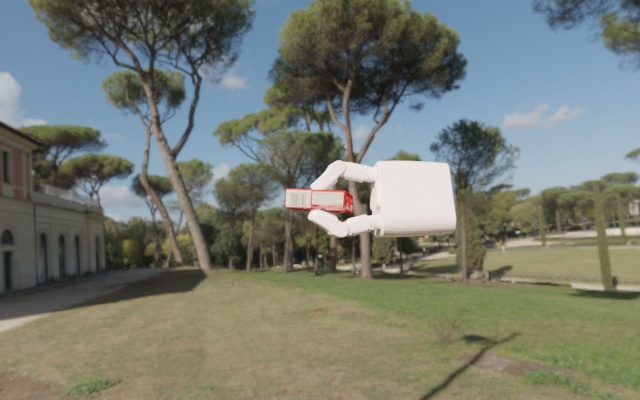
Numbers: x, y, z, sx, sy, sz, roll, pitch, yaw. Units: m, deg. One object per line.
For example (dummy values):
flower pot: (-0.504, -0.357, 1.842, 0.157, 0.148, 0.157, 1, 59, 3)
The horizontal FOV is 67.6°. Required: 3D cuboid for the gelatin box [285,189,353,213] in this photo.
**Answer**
gelatin box: (0.000, 0.002, 0.701, 0.089, 0.030, 0.073, 2, -5, 11)
